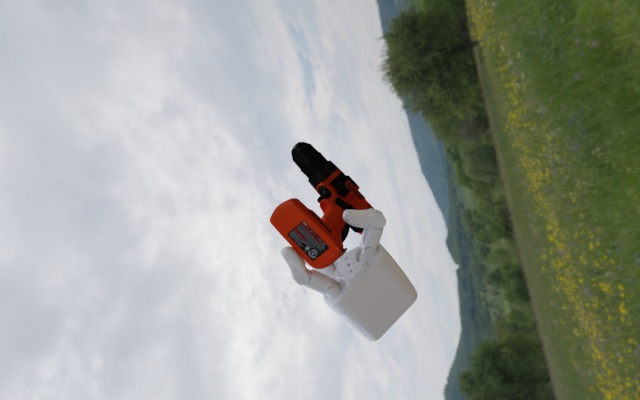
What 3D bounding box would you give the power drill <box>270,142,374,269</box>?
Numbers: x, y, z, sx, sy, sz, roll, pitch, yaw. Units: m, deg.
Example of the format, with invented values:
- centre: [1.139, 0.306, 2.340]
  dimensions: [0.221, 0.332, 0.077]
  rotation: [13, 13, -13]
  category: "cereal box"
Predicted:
- centre: [0.000, 0.003, 0.702]
  dimensions: [0.057, 0.184, 0.187]
  rotation: [-44, 1, 31]
  category: "power drill"
